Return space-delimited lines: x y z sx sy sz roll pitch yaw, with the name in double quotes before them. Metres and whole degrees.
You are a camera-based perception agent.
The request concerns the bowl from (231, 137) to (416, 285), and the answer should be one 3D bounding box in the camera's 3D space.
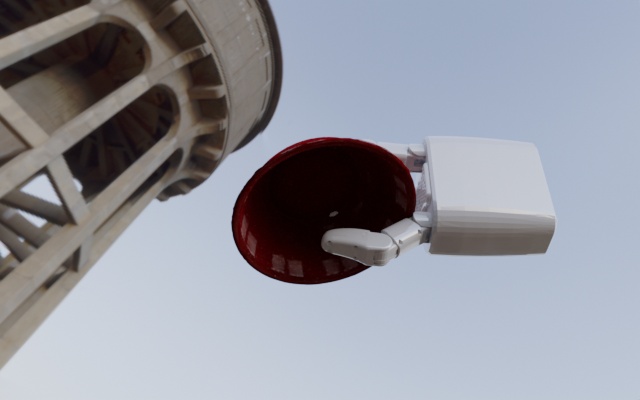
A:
"bowl" -0.001 0.001 0.427 0.162 0.162 0.055 0 38 -16
